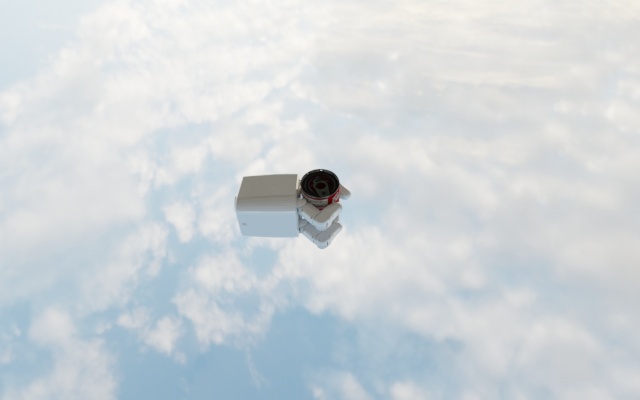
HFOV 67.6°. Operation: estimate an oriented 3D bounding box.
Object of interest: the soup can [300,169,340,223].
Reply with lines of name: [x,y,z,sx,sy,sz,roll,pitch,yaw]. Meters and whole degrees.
soup can: [0.001,0.003,0.853,0.068,0.068,0.102,0,-41,2]
